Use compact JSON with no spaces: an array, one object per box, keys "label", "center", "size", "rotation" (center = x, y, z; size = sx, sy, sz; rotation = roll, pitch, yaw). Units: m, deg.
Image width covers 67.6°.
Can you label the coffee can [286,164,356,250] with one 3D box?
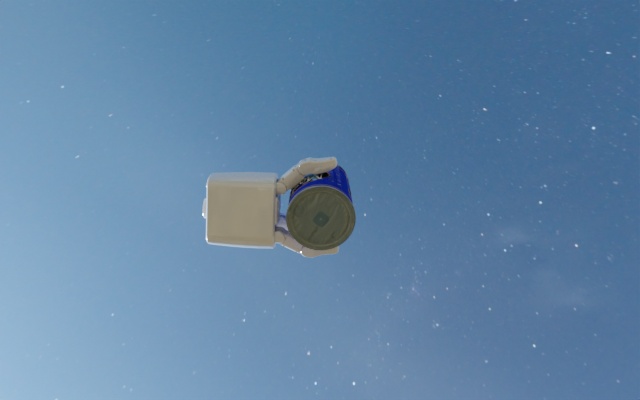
[{"label":"coffee can","center":[0.000,0.002,0.762],"size":[0.103,0.103,0.140],"rotation":[0,22,0]}]
